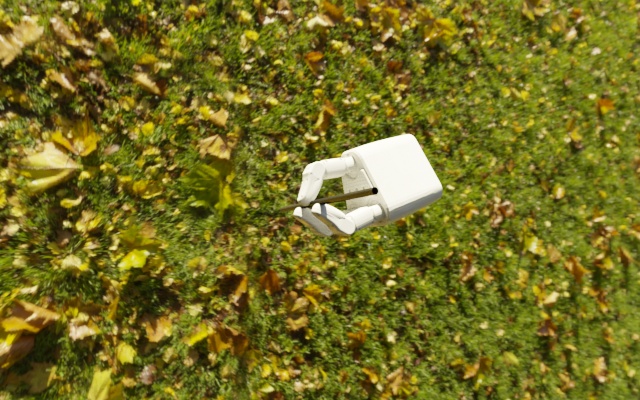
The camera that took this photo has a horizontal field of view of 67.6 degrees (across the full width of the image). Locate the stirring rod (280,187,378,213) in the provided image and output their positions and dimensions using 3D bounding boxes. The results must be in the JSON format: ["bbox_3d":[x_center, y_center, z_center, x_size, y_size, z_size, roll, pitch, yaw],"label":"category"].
[{"bbox_3d":[0.000,0.002,0.591,0.011,0.011,0.239,0,-6,-28],"label":"stirring rod"}]
